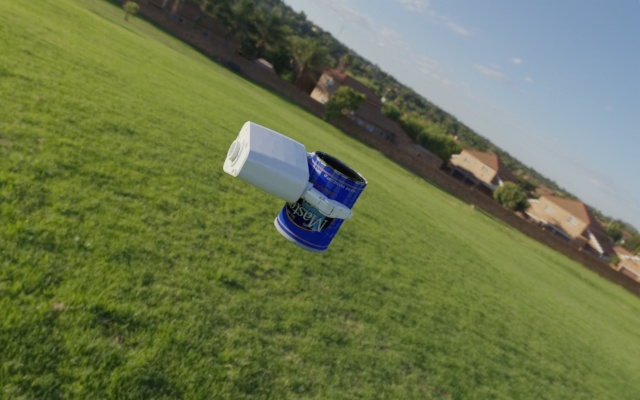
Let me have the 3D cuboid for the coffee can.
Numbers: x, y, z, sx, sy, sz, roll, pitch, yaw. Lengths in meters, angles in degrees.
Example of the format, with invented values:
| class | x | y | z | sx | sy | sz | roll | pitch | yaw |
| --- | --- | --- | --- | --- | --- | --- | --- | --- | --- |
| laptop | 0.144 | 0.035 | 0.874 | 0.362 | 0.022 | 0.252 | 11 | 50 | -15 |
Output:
| class | x | y | z | sx | sy | sz | roll | pitch | yaw |
| --- | --- | --- | --- | --- | --- | --- | --- | --- | --- |
| coffee can | 0.000 | 0.003 | 0.803 | 0.103 | 0.140 | 0.102 | 29 | 15 | -8 |
